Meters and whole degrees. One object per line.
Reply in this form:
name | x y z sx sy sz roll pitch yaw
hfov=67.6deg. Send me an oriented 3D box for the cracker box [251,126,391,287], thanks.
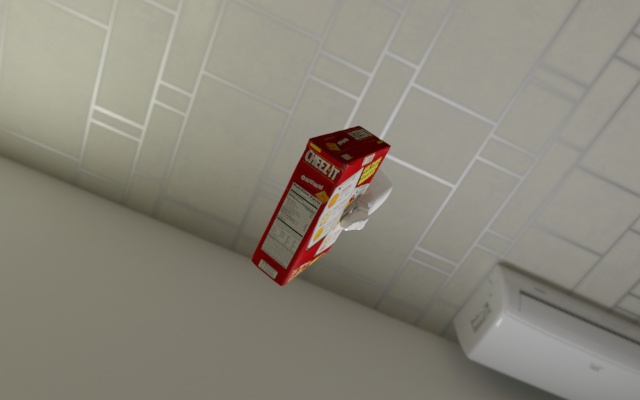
cracker box | 0.000 0.003 0.704 0.072 0.214 0.164 35 27 15
